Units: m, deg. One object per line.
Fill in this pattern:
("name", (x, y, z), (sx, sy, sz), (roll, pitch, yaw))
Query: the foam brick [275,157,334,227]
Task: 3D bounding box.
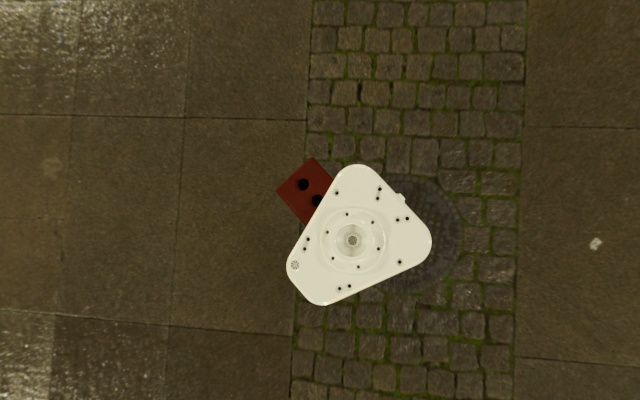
("foam brick", (0.000, 0.001, 0.498), (0.053, 0.078, 0.051), (-43, -9, 3))
